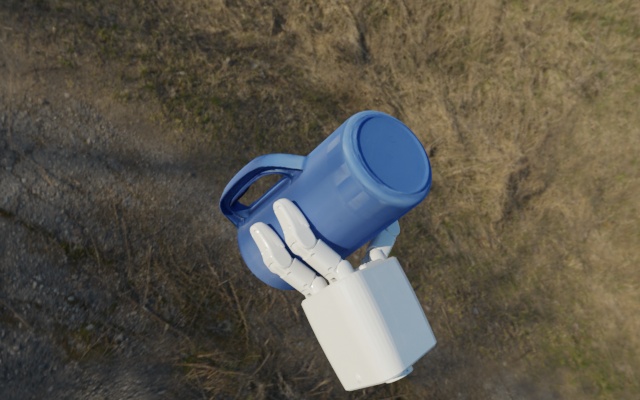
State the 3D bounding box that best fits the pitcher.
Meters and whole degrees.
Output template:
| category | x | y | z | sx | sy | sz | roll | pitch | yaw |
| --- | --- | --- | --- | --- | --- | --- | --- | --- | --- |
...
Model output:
| category | x | y | z | sx | sy | sz | roll | pitch | yaw |
| --- | --- | --- | --- | --- | --- | --- | --- | --- | --- |
| pitcher | 0.000 | 0.002 | 0.543 | 0.149 | 0.145 | 0.243 | -16 | -16 | -39 |
